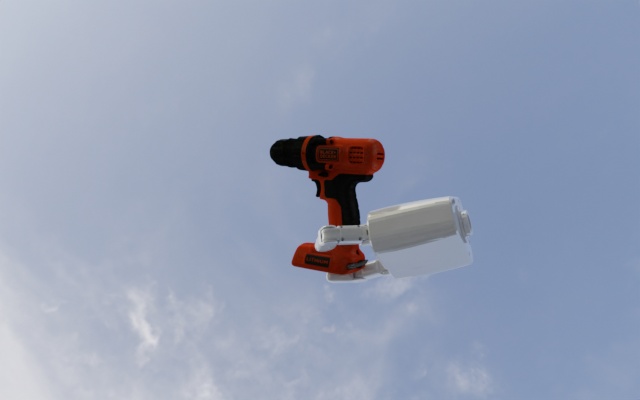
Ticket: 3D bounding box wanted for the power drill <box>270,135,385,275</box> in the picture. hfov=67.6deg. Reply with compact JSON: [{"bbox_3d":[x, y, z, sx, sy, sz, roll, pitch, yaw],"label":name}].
[{"bbox_3d":[0.000,0.003,0.671,0.184,0.187,0.057,6,8,37],"label":"power drill"}]
